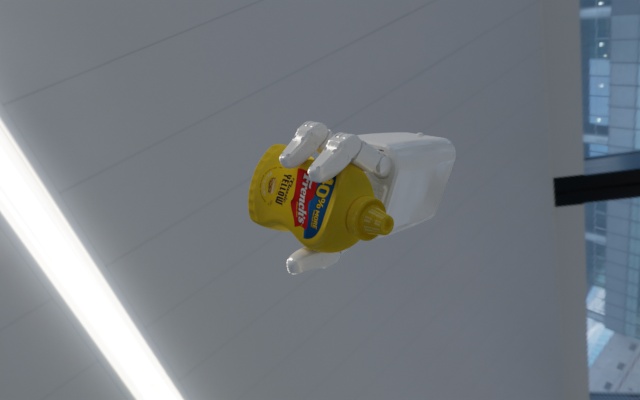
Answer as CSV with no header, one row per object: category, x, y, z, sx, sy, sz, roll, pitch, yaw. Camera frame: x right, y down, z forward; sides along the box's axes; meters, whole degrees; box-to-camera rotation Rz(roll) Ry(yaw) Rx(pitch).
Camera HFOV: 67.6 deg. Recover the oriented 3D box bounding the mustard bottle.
mustard bottle,0.000,0.002,0.493,0.058,0.096,0.191,19,0,-42
